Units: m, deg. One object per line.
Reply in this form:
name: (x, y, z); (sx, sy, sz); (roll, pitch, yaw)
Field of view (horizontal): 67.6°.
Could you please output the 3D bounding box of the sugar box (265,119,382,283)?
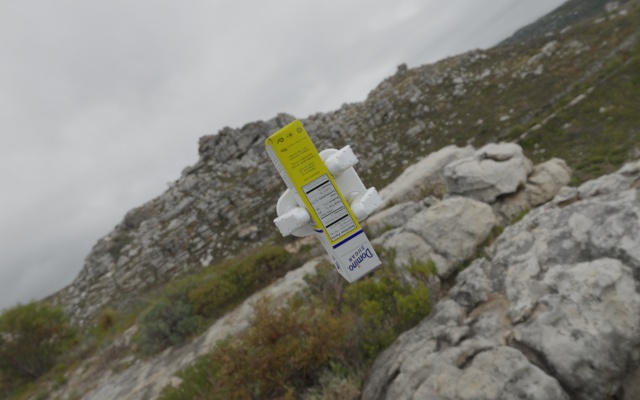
sugar box: (0.000, 0.001, 0.535); (0.048, 0.176, 0.093); (-33, 3, -6)
